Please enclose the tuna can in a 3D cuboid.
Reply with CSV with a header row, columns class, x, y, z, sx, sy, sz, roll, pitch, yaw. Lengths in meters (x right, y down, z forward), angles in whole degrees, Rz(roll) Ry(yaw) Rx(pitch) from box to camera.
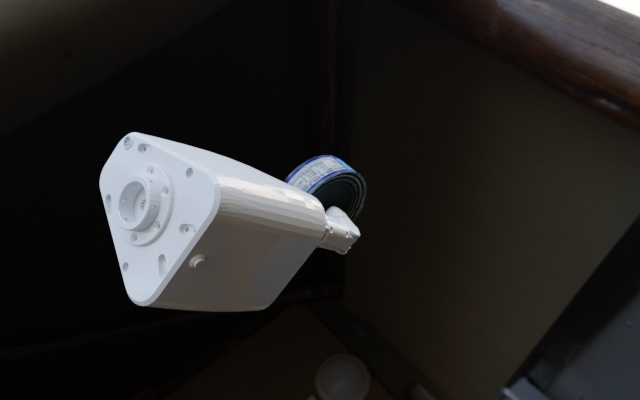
class,x,y,z,sx,sy,sz,roll,pitch,yaw
tuna can,0.000,0.001,0.443,0.086,0.086,0.033,0,34,-47
